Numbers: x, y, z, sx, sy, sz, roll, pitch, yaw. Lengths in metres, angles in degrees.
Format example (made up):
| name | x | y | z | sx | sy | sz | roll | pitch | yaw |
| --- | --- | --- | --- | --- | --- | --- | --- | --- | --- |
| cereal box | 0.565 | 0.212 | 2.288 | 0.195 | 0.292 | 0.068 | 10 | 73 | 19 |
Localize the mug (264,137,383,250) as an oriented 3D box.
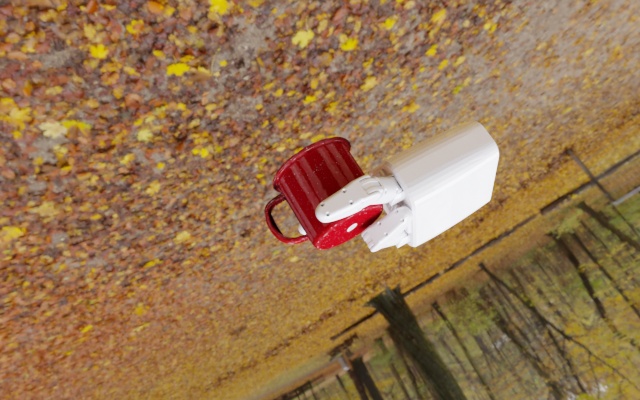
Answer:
| name | x | y | z | sx | sy | sz | roll | pitch | yaw |
| --- | --- | --- | --- | --- | --- | --- | --- | --- | --- |
| mug | -0.001 | 0.002 | 0.484 | 0.117 | 0.081 | 0.093 | -28 | -20 | -8 |
